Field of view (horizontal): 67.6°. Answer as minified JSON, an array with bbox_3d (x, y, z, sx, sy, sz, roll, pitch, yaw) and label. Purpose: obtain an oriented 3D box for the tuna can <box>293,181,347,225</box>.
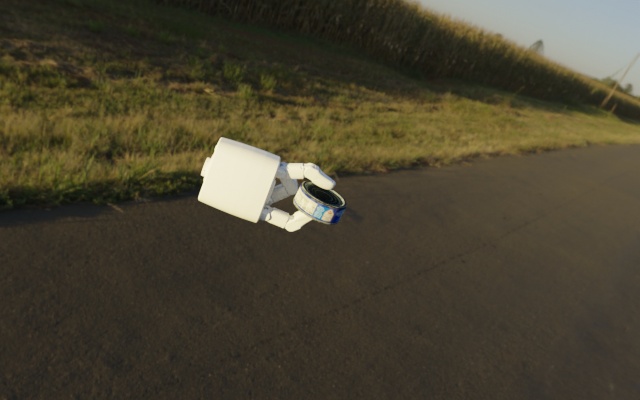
[{"bbox_3d":[0.000,0.002,0.797,0.086,0.034,0.086,23,21,-10],"label":"tuna can"}]
